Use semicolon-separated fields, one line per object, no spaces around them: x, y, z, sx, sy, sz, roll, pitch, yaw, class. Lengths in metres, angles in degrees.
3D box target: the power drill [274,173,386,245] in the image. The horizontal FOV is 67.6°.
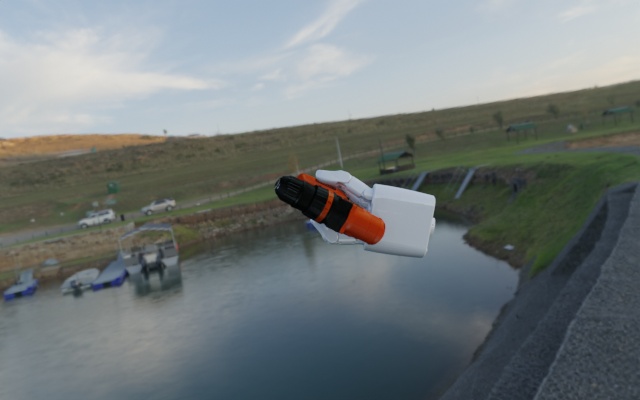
0.000;0.003;0.782;0.184;0.057;0.187;28;5;-16;power drill
